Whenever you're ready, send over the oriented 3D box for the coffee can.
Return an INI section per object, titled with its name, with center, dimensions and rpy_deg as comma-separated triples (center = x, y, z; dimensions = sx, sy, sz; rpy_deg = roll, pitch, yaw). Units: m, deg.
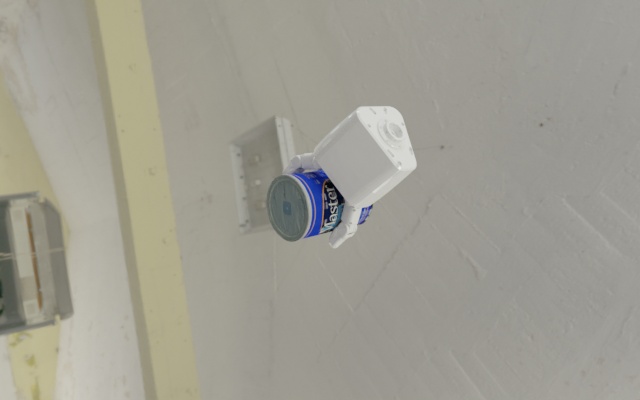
[coffee can]
center = 0.000, 0.003, 0.764
dimensions = 0.140, 0.103, 0.103
rpy_deg = -11, 7, -41
